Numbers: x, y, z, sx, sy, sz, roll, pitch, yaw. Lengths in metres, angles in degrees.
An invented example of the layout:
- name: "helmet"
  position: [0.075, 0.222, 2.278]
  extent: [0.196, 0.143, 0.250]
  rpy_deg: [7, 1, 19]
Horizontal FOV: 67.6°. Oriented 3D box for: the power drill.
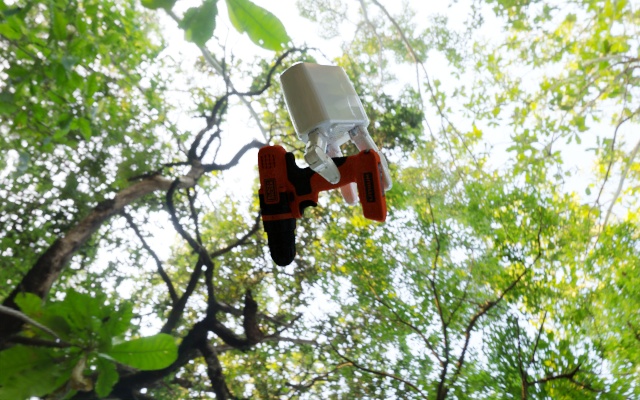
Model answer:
- name: "power drill"
  position: [0.001, 0.002, 0.702]
  extent: [0.187, 0.184, 0.057]
  rpy_deg: [-6, 5, 13]
